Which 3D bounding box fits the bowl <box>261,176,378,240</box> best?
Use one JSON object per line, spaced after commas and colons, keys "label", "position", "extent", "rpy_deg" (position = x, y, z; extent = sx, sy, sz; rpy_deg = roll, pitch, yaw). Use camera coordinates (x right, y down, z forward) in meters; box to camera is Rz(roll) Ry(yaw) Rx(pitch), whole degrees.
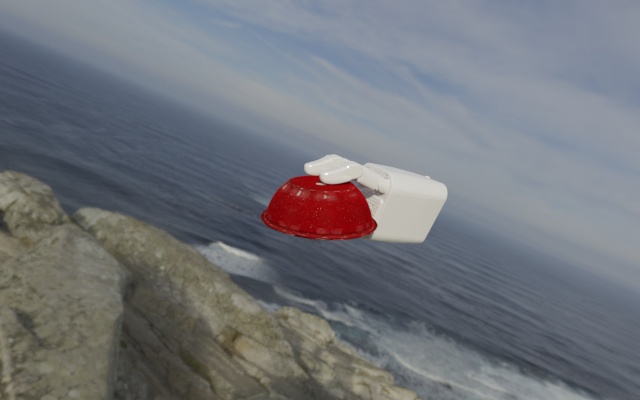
{"label": "bowl", "position": [-0.001, 0.002, 0.653], "extent": [0.162, 0.055, 0.162], "rpy_deg": [4, 15, -1]}
